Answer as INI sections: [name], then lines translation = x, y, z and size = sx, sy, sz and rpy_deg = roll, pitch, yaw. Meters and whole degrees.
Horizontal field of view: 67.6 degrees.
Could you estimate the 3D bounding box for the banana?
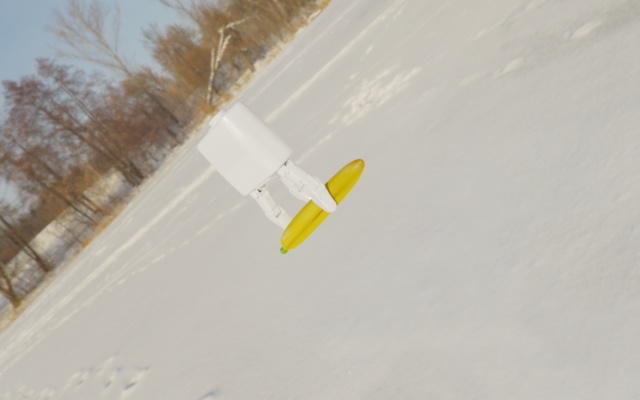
[banana]
translation = 0.000, 0.007, 0.734
size = 0.037, 0.198, 0.069
rpy_deg = 43, 0, -8
